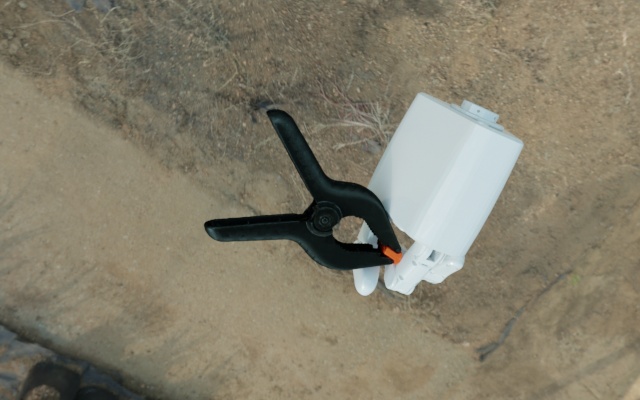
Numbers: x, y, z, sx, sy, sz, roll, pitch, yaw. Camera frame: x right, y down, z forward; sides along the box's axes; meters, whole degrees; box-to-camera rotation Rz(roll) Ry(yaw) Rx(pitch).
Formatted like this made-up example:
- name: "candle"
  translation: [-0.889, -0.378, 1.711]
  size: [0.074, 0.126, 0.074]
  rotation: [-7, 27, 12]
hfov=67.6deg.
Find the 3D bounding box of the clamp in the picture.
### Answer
- name: "clamp"
  translation: [0.000, 0.002, 0.408]
  size: [0.171, 0.120, 0.039]
  rotation: [19, 18, -17]
